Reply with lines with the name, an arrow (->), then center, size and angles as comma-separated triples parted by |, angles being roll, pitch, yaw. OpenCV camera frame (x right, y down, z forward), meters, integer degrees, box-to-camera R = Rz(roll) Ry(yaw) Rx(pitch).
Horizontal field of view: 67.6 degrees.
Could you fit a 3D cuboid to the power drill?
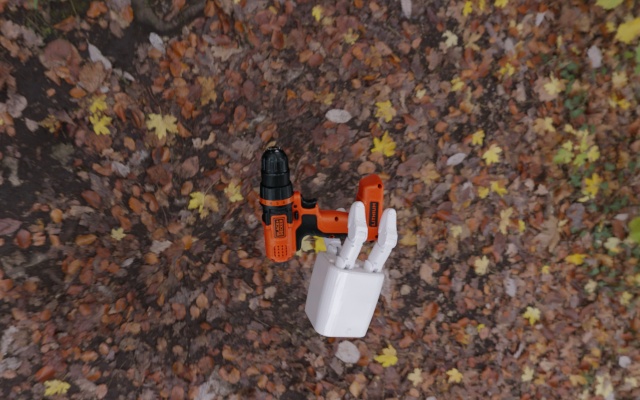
power drill -> 0.001, 0.003, 0.738 | 0.187, 0.184, 0.057 | -4, 24, -7
